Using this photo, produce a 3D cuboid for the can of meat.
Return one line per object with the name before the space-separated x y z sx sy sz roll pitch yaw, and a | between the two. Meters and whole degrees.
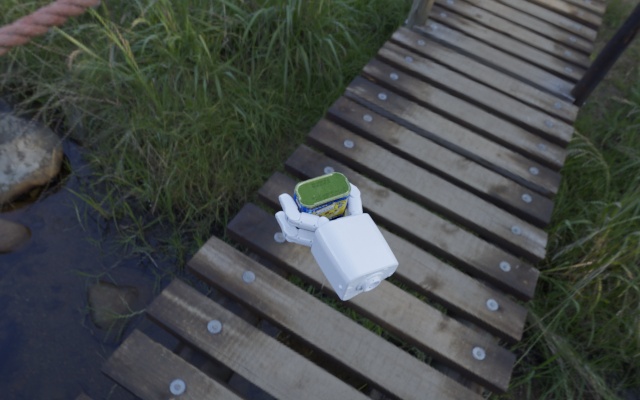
can of meat | 0.000 0.002 0.835 0.102 0.057 0.084 -19 -29 -19
